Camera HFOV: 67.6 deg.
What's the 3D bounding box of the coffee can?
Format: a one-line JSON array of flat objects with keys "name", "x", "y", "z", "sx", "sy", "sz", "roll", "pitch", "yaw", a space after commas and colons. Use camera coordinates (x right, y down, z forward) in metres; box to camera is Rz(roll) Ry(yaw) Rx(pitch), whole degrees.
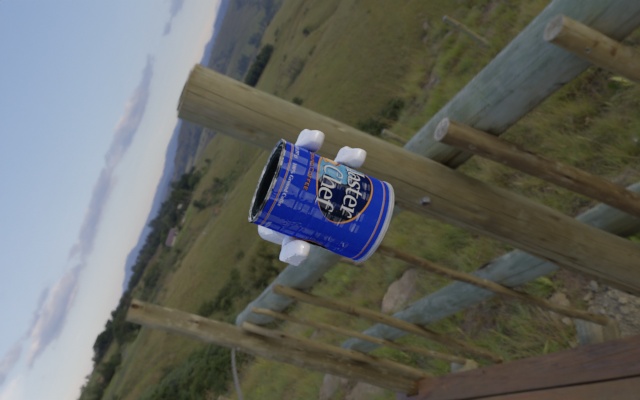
[{"name": "coffee can", "x": 0.000, "y": 0.002, "z": 0.559, "sx": 0.140, "sy": 0.103, "sz": 0.103, "roll": 22, "pitch": -6, "yaw": -15}]
